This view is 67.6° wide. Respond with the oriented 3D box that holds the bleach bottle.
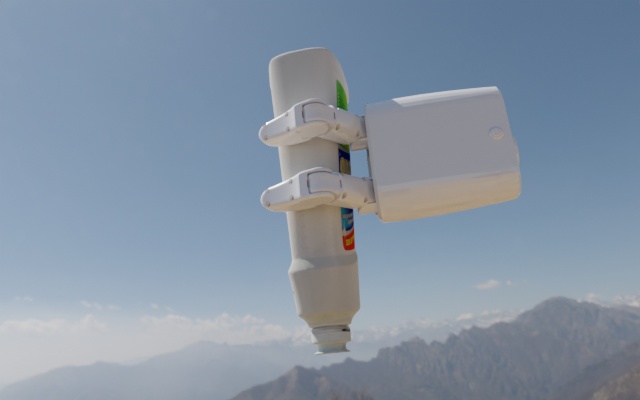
[{"bbox_3d":[0.000,0.001,0.414,0.068,0.250,0.102,-8,-18,10],"label":"bleach bottle"}]
